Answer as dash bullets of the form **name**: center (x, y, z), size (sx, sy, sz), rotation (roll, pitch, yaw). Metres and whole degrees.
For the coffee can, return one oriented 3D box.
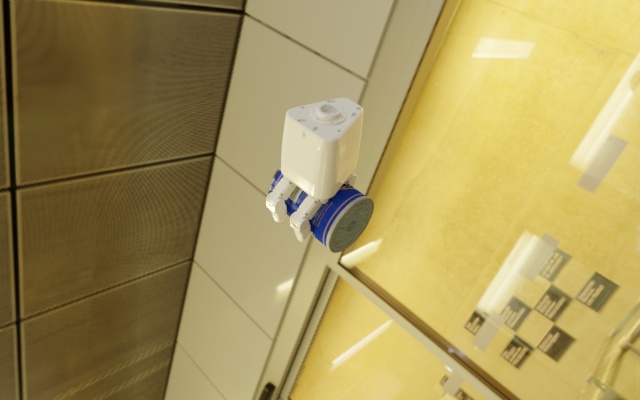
- **coffee can**: center (0.000, 0.003, 0.768), size (0.140, 0.103, 0.103), rotation (37, 19, 28)
